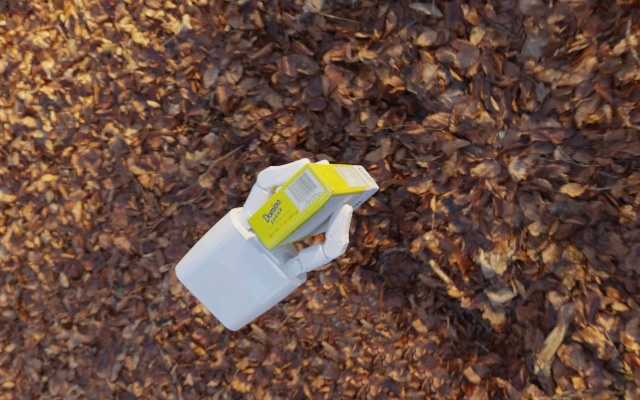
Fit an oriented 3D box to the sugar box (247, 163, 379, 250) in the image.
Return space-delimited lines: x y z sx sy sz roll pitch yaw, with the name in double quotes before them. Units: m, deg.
"sugar box" 0.000 0.001 0.545 0.093 0.048 0.176 -41 -9 18
